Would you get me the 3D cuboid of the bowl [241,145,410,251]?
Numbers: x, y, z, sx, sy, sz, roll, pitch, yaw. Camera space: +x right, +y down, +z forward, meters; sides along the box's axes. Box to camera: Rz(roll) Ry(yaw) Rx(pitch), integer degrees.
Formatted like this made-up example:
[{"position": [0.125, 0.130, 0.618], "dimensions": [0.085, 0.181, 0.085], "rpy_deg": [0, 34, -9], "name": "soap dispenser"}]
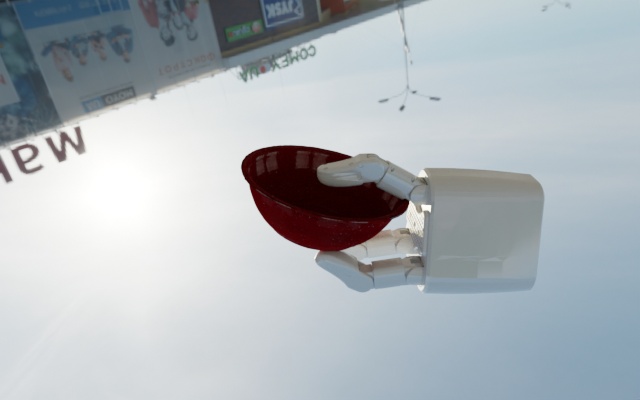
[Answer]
[{"position": [-0.001, 0.002, 0.461], "dimensions": [0.162, 0.055, 0.162], "rpy_deg": [12, 25, -6], "name": "bowl"}]
